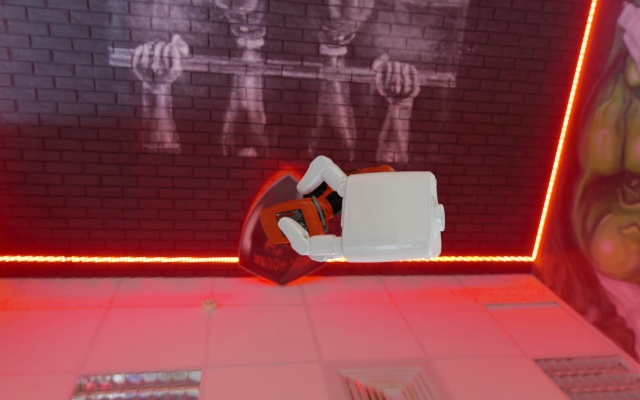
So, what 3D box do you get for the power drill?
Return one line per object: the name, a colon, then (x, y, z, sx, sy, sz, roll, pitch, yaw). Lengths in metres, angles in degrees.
power drill: (0.000, 0.003, 0.716, 0.184, 0.057, 0.187, -14, 11, 43)
